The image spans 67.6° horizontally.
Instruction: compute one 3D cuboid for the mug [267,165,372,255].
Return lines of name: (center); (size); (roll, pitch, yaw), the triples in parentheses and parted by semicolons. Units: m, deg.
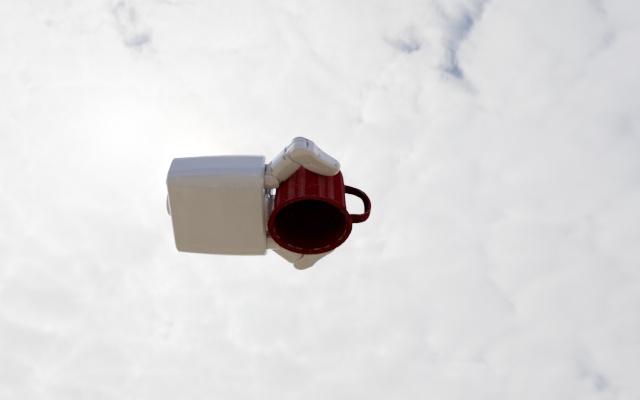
mug: (0.002, 0.002, 0.548); (0.117, 0.093, 0.081); (1, 43, -2)
